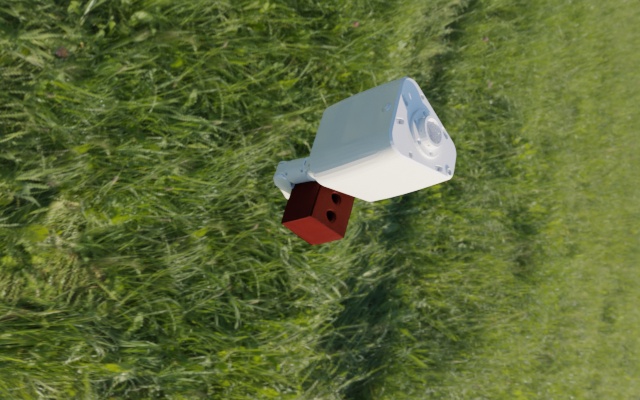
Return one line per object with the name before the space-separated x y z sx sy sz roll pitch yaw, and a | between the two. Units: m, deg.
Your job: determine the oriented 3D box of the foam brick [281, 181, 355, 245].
foam brick | 0.000 0.002 0.532 0.051 0.078 0.053 -14 -40 44
